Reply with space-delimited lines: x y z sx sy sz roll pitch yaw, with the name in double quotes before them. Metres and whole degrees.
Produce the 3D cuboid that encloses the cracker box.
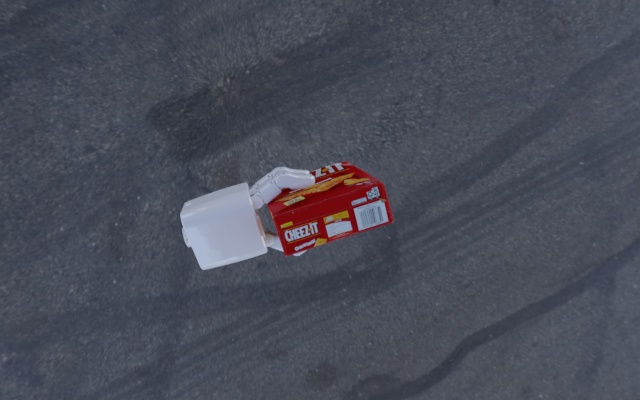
"cracker box" 0.000 0.003 0.758 0.164 0.072 0.213 -17 15 -6
